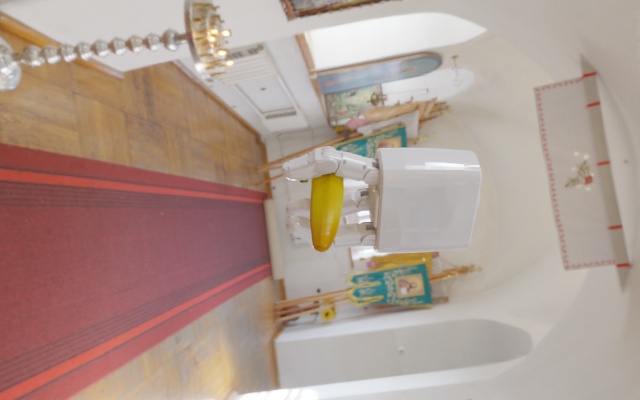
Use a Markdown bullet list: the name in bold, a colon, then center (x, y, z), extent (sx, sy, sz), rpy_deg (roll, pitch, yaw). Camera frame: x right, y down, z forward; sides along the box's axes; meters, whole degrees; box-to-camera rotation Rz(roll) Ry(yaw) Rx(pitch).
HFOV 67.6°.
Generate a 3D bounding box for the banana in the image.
- **banana**: center (0.003, -0.017, 0.535), extent (0.037, 0.070, 0.197), rpy_deg (9, 22, -9)
